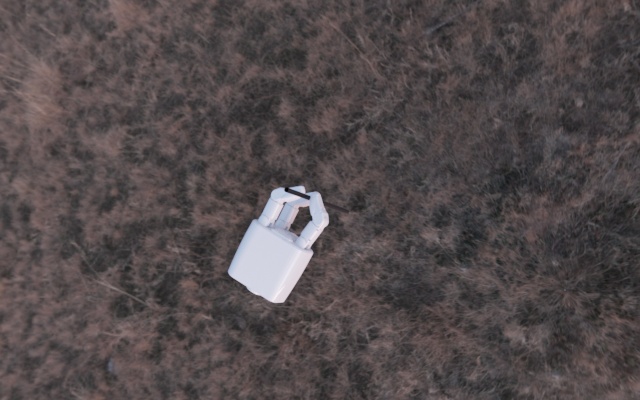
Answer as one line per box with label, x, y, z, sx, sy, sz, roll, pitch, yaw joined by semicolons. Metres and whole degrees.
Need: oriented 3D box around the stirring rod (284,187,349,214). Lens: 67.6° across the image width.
stirring rod;0.000;0.003;0.857;0.011;0.011;0.239;0;-10;27
